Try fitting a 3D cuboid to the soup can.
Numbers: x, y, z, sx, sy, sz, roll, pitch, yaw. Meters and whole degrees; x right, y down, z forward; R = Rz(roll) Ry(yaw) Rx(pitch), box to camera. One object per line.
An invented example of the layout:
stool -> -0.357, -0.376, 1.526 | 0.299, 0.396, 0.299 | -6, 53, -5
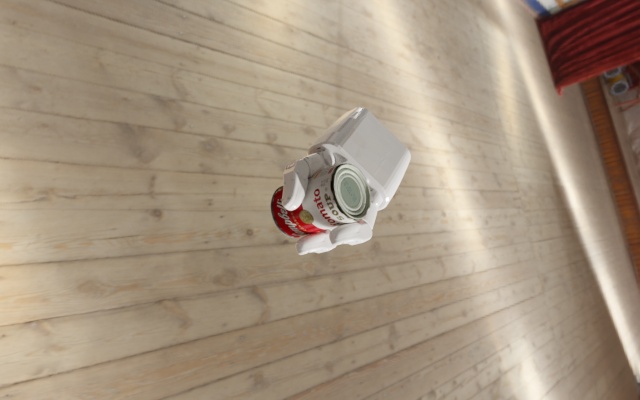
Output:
soup can -> 0.000, 0.002, 0.561 | 0.102, 0.068, 0.068 | -18, -12, 41
